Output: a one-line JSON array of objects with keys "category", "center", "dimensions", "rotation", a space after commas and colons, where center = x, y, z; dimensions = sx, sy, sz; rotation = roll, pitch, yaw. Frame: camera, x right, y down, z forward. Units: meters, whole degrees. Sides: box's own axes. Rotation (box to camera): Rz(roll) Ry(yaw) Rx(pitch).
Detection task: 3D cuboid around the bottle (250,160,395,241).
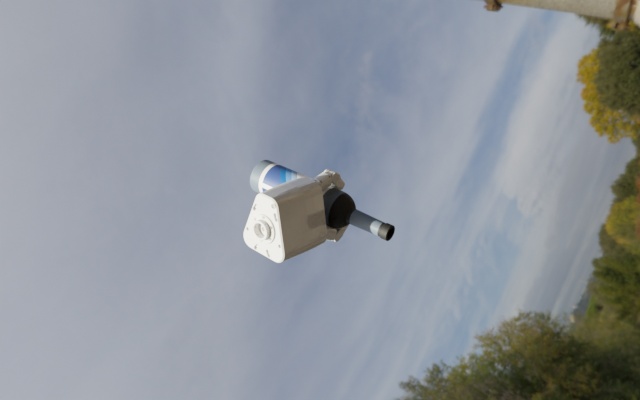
[{"category": "bottle", "center": [0.000, 0.003, 0.852], "dimensions": [0.295, 0.069, 0.069], "rotation": [24, 13, 32]}]
